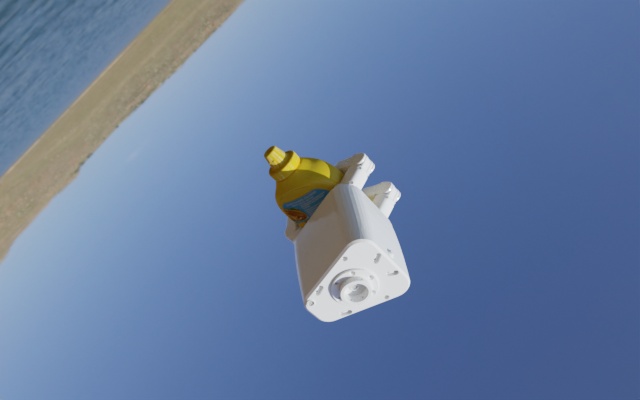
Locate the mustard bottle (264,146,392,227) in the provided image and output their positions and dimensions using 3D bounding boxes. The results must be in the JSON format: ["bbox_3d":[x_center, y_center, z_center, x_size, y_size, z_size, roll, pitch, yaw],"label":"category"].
[{"bbox_3d":[0.000,0.002,0.604,0.096,0.058,0.192,-23,-55,36],"label":"mustard bottle"}]
